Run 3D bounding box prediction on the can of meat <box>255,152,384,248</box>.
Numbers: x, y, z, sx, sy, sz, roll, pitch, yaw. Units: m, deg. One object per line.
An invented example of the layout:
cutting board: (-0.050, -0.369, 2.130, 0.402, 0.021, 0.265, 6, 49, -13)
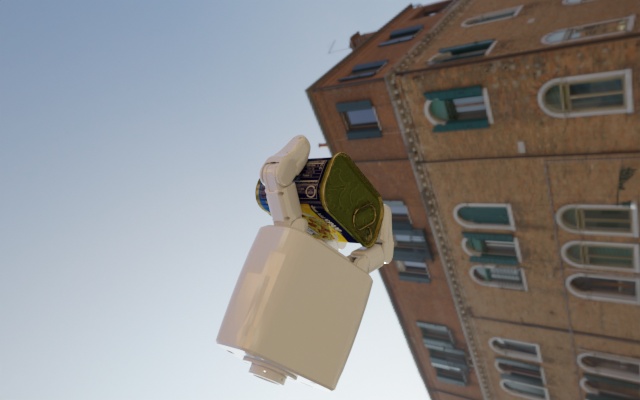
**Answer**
can of meat: (0.000, 0.001, 0.459, 0.084, 0.057, 0.102, 0, -30, 36)
